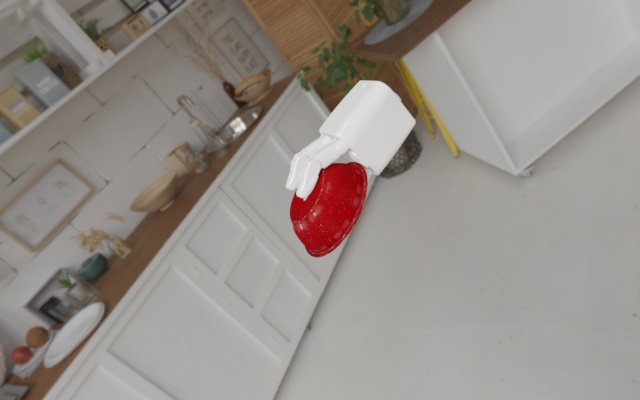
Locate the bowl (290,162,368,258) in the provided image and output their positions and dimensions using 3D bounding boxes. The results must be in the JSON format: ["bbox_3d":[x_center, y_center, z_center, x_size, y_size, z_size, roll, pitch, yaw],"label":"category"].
[{"bbox_3d":[-0.001,0.003,0.728,0.055,0.162,0.162,27,-12,-25],"label":"bowl"}]
